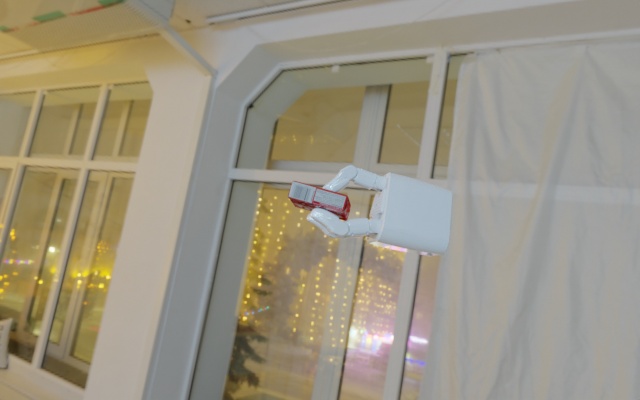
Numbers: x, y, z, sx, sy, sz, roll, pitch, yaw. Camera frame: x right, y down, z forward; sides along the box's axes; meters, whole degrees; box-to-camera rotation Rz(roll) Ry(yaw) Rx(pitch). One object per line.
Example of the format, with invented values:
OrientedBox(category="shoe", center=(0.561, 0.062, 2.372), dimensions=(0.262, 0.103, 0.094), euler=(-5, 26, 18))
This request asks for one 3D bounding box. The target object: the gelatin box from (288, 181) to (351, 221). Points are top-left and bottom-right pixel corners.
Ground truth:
OrientedBox(category="gelatin box", center=(0.000, 0.002, 0.728), dimensions=(0.089, 0.030, 0.073), euler=(16, -10, 9))
